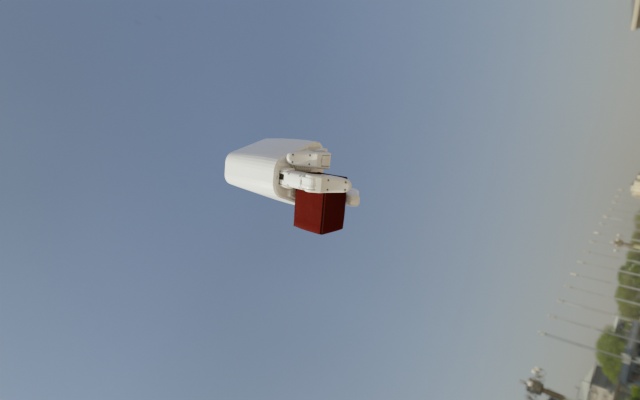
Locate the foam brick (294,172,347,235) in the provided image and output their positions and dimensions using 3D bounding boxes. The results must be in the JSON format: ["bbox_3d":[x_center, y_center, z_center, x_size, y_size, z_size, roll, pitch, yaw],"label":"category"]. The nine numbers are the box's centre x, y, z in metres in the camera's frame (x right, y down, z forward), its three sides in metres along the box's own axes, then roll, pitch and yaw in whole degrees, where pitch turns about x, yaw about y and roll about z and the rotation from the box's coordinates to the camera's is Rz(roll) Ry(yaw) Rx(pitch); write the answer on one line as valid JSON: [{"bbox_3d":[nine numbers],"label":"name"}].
[{"bbox_3d":[0.000,0.002,0.667,0.051,0.078,0.053,11,11,36],"label":"foam brick"}]
